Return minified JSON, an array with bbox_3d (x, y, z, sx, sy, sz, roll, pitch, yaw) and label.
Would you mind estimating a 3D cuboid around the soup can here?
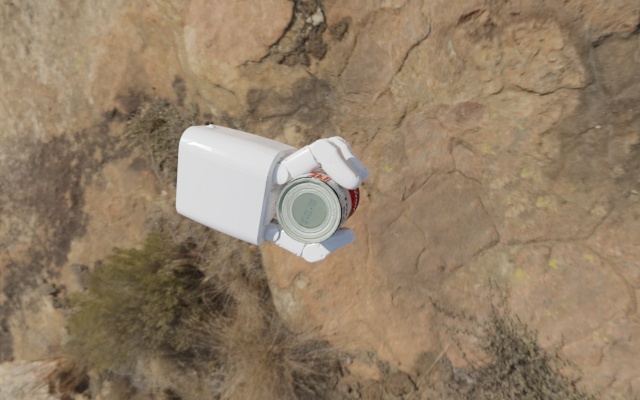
[{"bbox_3d":[0.000,0.002,0.503,0.068,0.068,0.102,0,10,14],"label":"soup can"}]
